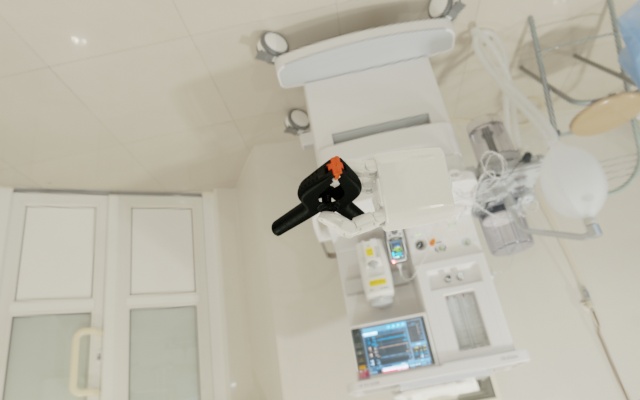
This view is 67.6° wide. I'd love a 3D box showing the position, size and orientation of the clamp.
[{"bbox_3d":[0.000,0.003,0.726,0.164,0.036,0.210,-9,-26,-4],"label":"clamp"}]
